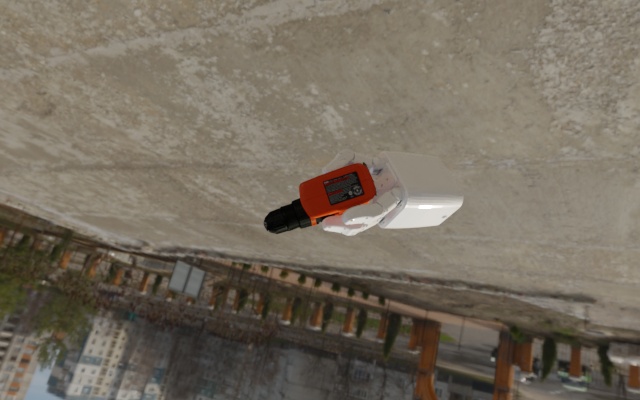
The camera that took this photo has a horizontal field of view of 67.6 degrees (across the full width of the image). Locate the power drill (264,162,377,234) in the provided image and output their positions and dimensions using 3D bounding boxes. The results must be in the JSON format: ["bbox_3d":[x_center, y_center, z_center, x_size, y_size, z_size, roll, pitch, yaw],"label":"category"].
[{"bbox_3d":[0.000,0.002,0.733,0.184,0.057,0.188,-21,-4,-8],"label":"power drill"}]
